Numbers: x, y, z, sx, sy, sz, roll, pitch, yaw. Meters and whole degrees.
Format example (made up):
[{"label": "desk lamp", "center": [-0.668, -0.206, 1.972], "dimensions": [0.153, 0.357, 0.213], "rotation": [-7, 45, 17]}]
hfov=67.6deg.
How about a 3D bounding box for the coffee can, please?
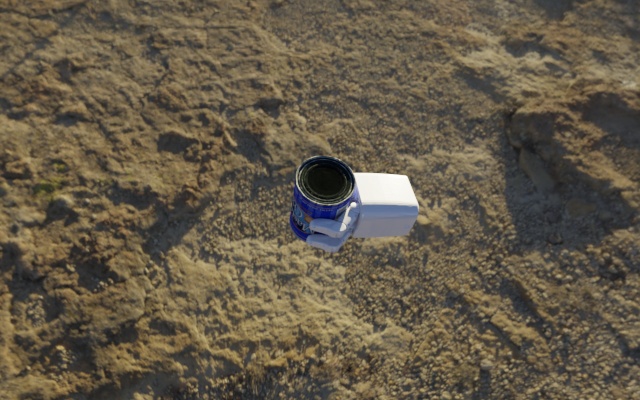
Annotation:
[{"label": "coffee can", "center": [0.000, 0.003, 0.855], "dimensions": [0.103, 0.102, 0.140], "rotation": [0, -33, -9]}]
